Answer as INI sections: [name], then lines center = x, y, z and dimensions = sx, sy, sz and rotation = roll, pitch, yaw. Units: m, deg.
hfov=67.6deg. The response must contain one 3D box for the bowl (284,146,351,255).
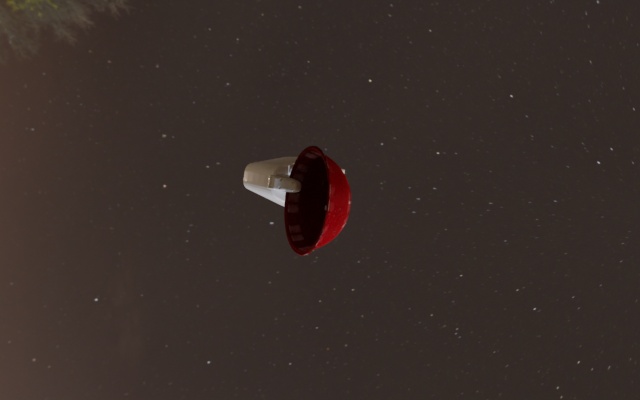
[bowl]
center = 0.001, 0.003, 0.710
dimensions = 0.055, 0.162, 0.162
rotation = 7, -3, -25
